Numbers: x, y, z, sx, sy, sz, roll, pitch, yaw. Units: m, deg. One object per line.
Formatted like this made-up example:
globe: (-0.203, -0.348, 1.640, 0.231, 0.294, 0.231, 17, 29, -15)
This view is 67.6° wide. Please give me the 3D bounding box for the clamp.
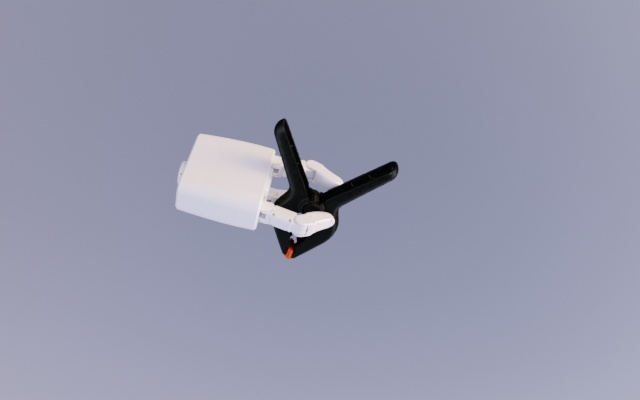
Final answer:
clamp: (0.000, 0.003, 0.644, 0.164, 0.210, 0.036, 15, 36, -4)
